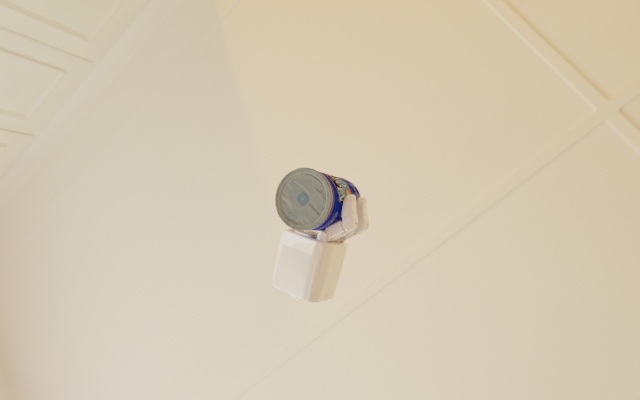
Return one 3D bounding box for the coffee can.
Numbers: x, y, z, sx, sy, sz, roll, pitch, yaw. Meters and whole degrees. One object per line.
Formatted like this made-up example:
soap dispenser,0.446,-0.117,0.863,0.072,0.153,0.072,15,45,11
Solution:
coffee can,0.000,0.003,0.832,0.103,0.103,0.140,0,-4,25
